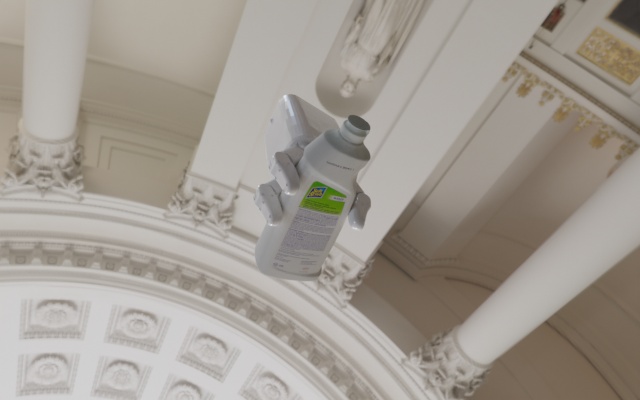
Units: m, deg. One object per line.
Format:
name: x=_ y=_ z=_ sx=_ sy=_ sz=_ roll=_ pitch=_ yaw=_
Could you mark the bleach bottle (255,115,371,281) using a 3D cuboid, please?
bleach bottle: x=0.000 y=0.002 z=0.609 sx=0.102 sy=0.068 sz=0.251 roll=9 pitch=-49 yaw=-26
